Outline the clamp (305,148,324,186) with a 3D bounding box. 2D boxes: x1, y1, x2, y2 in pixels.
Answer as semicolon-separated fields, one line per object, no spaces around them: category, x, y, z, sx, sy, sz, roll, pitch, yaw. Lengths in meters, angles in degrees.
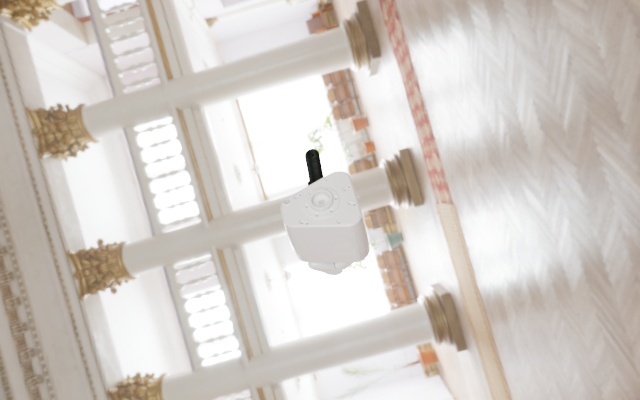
clamp;0.000;0.003;0.785;0.039;0.171;0.120;-16;-33;0
